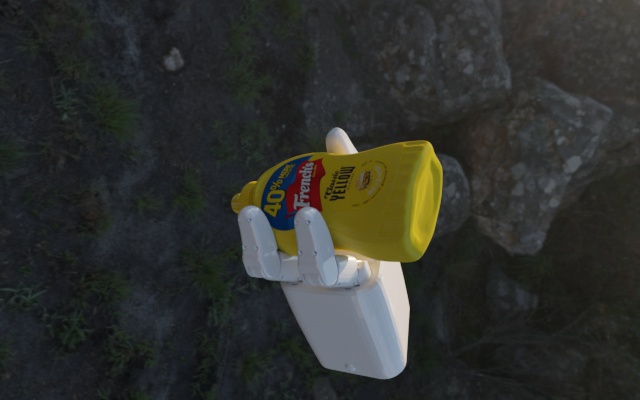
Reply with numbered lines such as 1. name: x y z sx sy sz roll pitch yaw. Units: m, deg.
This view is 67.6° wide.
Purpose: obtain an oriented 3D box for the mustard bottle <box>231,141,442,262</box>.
1. mustard bottle: 0.000 0.001 0.405 0.191 0.096 0.058 -2 -35 34
